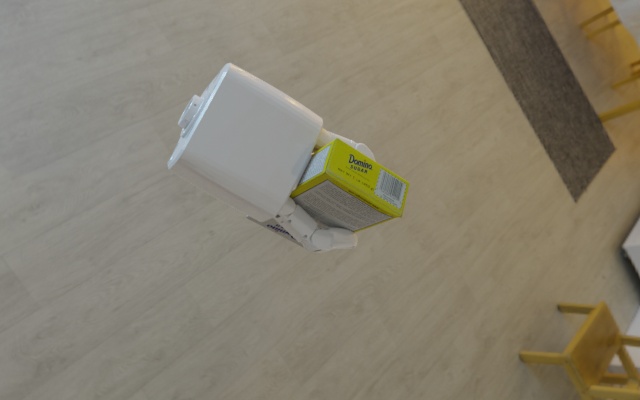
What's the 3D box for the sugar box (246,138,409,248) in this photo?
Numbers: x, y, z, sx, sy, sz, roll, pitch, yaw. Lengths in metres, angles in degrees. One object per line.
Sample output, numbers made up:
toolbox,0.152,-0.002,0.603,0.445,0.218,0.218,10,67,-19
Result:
sugar box,0.000,0.001,0.508,0.093,0.048,0.176,30,-27,-23
